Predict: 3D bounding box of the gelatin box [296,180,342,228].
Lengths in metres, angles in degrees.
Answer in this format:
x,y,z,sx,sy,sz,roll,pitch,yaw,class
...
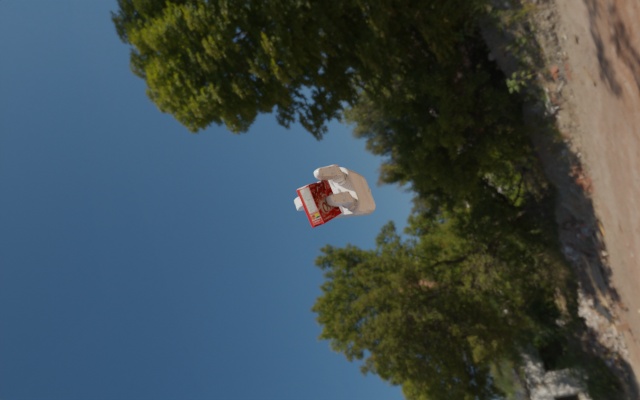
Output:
x,y,z,sx,sy,sz,roll,pitch,yaw,class
0.000,0.003,0.864,0.030,0.073,0.089,-22,1,26,gelatin box
